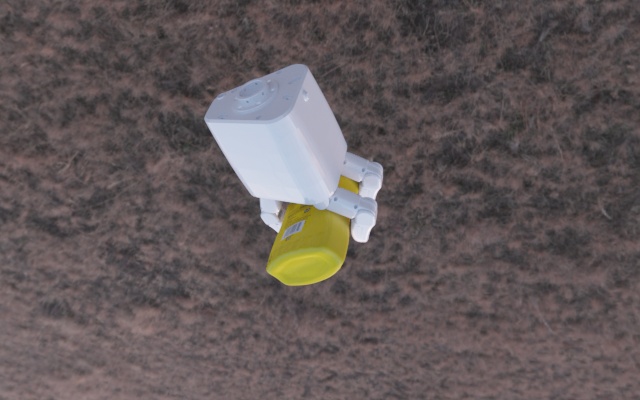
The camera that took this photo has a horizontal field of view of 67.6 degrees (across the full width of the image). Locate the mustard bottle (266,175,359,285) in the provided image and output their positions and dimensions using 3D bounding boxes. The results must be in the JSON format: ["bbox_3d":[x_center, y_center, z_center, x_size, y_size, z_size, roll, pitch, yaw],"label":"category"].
[{"bbox_3d":[0.000,0.002,0.559,0.058,0.191,0.096,38,-45,-25],"label":"mustard bottle"}]
